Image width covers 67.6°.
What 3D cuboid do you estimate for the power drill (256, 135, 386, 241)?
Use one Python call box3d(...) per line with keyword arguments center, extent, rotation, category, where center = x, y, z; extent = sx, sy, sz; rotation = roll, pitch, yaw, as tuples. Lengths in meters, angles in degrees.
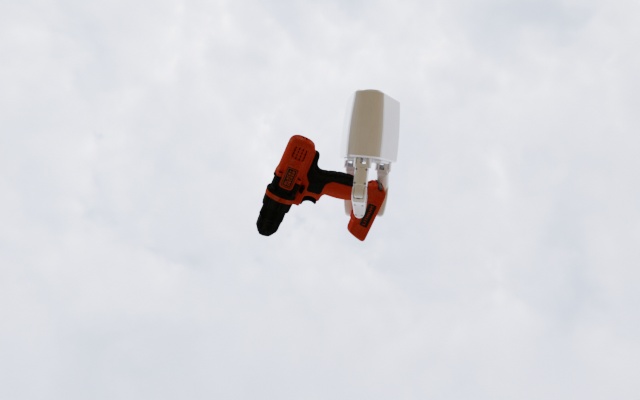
box3d(center=(0.001, 0.003, 0.805), extent=(0.187, 0.184, 0.057), rotation=(21, 19, -12), category="power drill")
